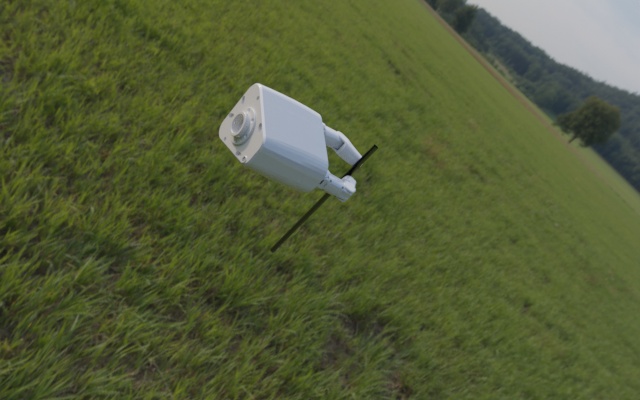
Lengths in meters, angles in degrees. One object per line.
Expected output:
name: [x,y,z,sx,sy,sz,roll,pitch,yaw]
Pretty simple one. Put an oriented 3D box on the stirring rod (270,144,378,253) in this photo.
stirring rod: [0.000,0.002,0.716,0.239,0.011,0.011,-45,-22,24]
